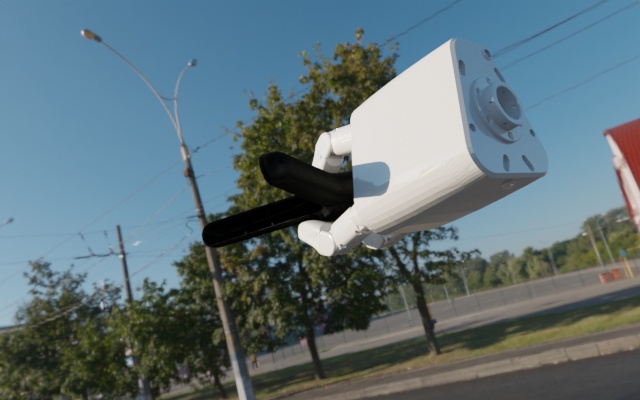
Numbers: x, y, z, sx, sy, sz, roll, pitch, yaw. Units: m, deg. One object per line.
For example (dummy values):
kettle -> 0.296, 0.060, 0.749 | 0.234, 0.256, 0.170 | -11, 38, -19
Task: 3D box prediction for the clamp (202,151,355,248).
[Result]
clamp -> 0.000, 0.001, 0.445 | 0.210, 0.036, 0.164 | -3, -20, -38
